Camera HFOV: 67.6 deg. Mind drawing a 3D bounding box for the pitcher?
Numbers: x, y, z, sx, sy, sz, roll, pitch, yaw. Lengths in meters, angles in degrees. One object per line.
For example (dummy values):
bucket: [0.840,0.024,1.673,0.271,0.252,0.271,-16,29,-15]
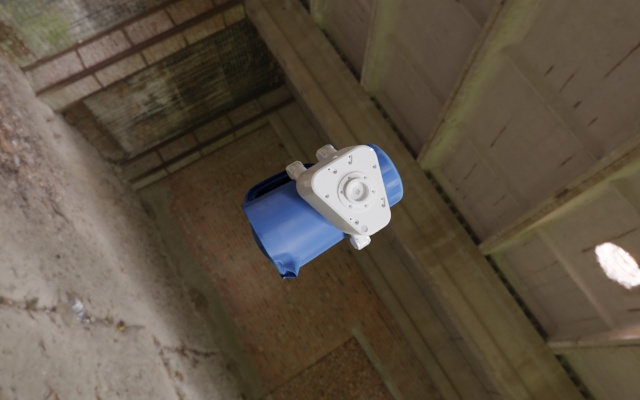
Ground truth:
pitcher: [0.000,0.003,0.771,0.243,0.149,0.145,-30,6,-9]
